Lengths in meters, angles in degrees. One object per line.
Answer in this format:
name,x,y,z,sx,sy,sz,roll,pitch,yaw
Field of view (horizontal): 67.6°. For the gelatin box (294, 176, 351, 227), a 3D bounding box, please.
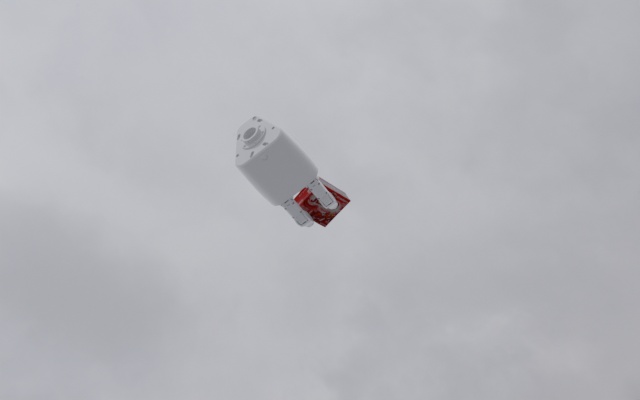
gelatin box,0.000,0.003,0.874,0.089,0.073,0.030,29,20,-42
